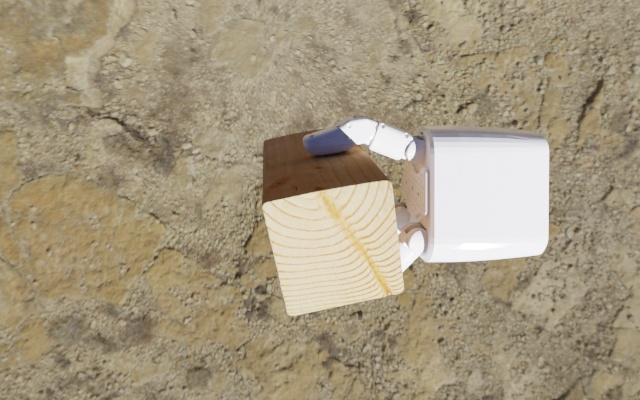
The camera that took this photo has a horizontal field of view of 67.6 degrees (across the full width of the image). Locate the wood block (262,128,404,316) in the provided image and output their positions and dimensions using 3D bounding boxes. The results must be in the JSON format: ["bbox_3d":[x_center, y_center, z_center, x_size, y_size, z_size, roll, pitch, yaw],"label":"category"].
[{"bbox_3d":[0.000,0.001,0.427,0.090,0.091,0.206,-11,19,-3],"label":"wood block"}]
